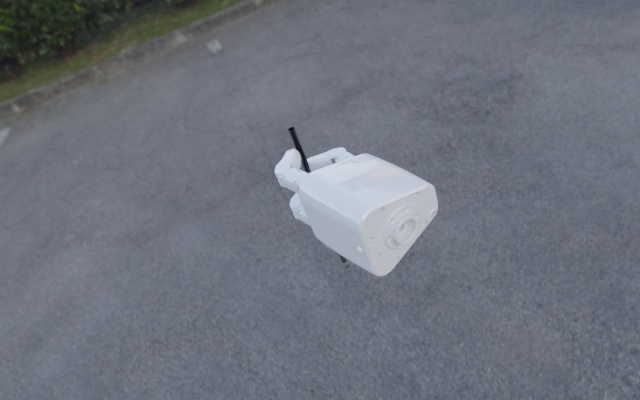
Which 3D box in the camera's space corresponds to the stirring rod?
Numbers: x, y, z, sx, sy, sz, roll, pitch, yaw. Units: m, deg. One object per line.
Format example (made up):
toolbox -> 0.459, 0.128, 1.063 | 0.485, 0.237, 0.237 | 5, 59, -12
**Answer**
stirring rod -> 0.000, 0.002, 0.658 | 0.011, 0.240, 0.011 | -14, 37, 11
